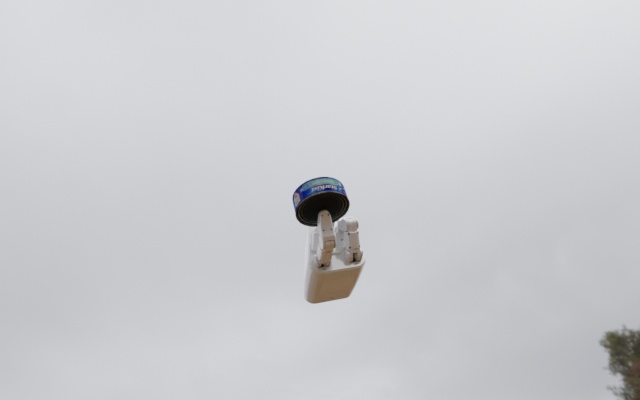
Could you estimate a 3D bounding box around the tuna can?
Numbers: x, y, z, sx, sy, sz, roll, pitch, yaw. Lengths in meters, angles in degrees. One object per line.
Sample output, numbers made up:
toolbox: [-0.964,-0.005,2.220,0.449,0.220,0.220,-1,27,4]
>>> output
tuna can: [0.000,0.002,0.740,0.086,0.033,0.086,-10,-37,-8]
